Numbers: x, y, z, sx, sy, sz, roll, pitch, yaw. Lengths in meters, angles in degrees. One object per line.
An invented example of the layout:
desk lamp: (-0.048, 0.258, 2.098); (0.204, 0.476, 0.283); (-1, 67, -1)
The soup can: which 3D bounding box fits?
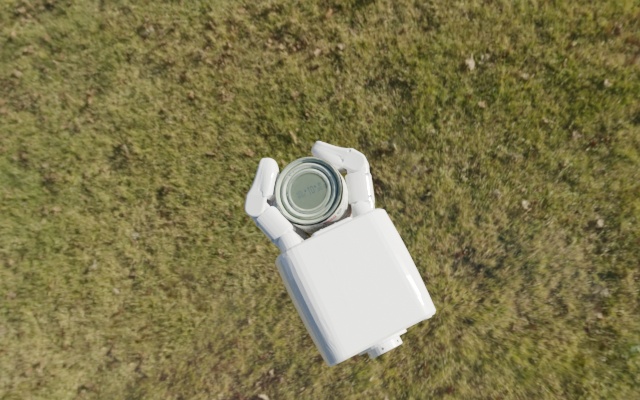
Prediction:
soup can: (0.000, 0.001, 0.487); (0.068, 0.068, 0.102); (0, -12, 14)
